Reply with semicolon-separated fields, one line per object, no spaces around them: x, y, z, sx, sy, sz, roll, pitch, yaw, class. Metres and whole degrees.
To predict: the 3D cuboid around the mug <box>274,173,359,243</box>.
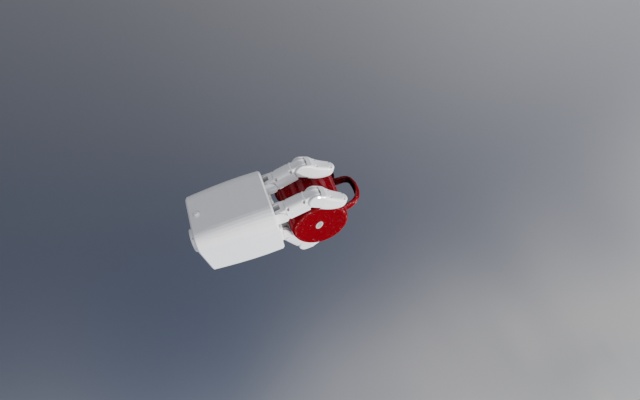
0.002;0.002;0.687;0.117;0.081;0.093;-20;-37;-5;mug
